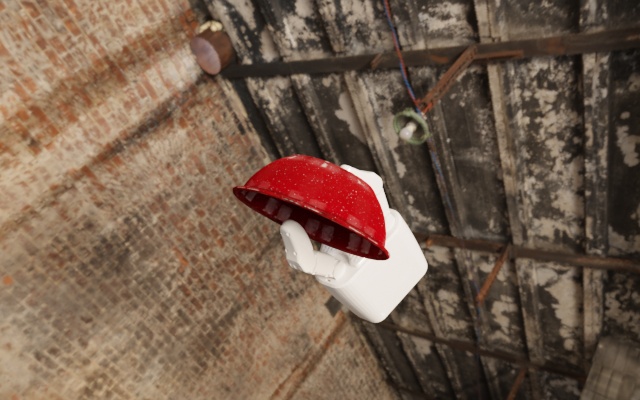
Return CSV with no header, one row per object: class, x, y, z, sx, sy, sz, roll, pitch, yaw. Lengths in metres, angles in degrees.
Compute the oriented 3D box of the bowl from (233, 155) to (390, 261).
bowl,0.000,0.001,0.459,0.162,0.055,0.162,22,-12,5
